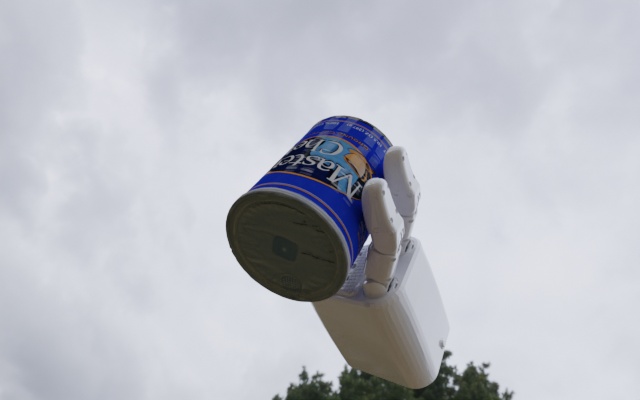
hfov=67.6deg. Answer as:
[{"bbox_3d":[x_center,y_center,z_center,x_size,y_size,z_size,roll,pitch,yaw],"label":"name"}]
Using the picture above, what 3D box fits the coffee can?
[{"bbox_3d":[0.000,0.001,0.409,0.103,0.103,0.140,0,31,28],"label":"coffee can"}]
